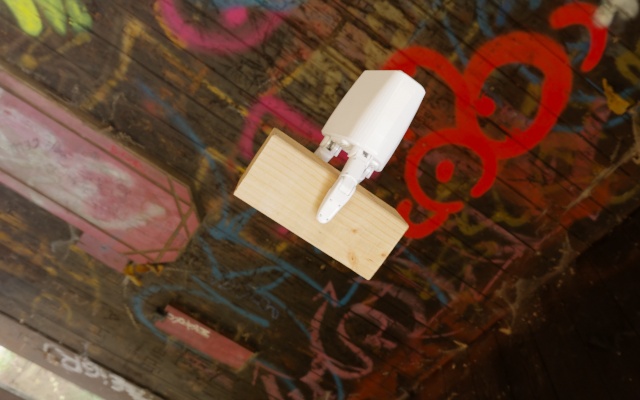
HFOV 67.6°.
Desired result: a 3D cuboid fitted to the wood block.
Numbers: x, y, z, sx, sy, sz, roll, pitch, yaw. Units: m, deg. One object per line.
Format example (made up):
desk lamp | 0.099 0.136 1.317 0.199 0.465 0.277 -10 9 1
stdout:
wood block | 0.000 0.002 0.629 0.206 0.090 0.090 33 10 -11
